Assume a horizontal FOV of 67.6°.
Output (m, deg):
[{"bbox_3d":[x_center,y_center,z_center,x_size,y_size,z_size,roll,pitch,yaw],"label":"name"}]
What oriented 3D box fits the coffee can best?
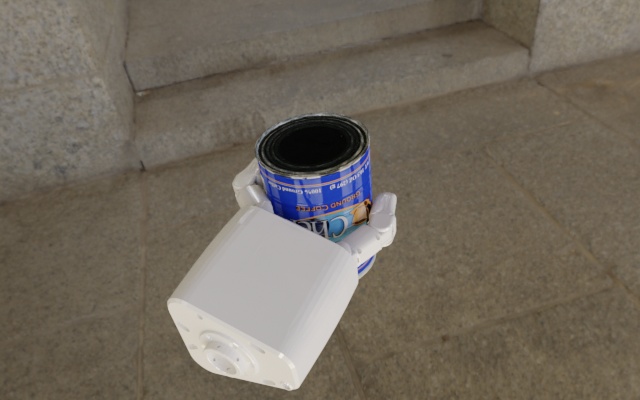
[{"bbox_3d":[0.000,0.002,0.463,0.103,0.140,0.102,-5,39,4],"label":"coffee can"}]
